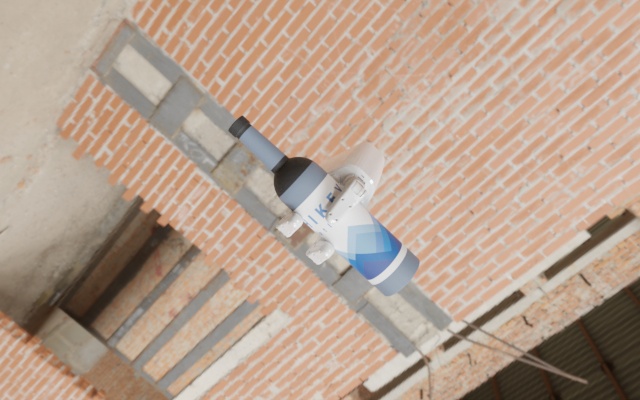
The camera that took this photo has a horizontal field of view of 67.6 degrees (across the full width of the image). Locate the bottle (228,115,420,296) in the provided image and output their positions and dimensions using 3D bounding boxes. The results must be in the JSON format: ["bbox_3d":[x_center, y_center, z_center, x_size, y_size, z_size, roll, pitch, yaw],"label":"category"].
[{"bbox_3d":[0.000,0.002,0.616,0.296,0.069,0.069,43,-6,-6],"label":"bottle"}]
